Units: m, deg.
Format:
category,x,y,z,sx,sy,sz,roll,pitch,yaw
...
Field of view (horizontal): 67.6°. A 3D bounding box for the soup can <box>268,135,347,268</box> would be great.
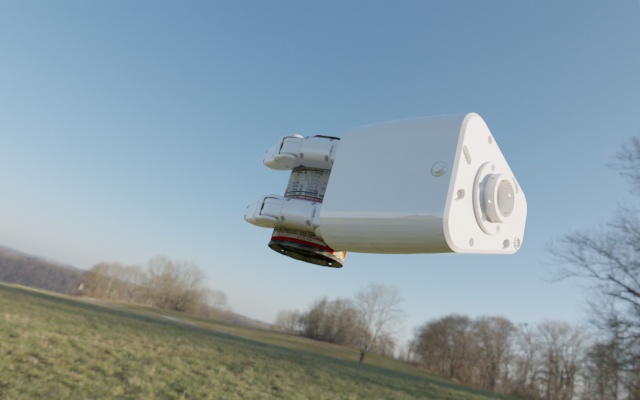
category,x,y,z,sx,sy,sz,roll,pitch,yaw
soup can,0.000,0.001,0.426,0.068,0.102,0.068,14,-16,4
